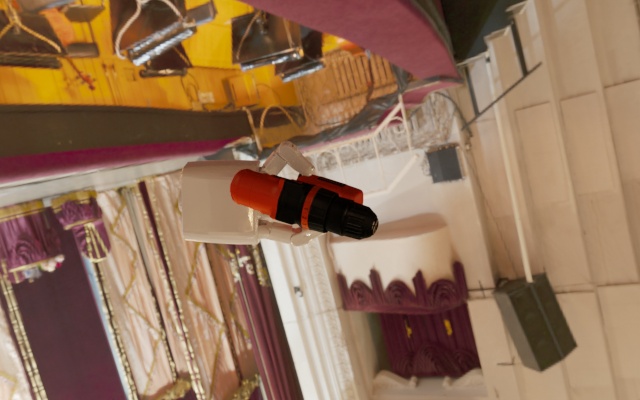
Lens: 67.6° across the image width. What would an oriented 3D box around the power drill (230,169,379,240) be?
[{"bbox_3d":[0.000,0.002,0.624,0.184,0.057,0.187,18,6,16],"label":"power drill"}]
